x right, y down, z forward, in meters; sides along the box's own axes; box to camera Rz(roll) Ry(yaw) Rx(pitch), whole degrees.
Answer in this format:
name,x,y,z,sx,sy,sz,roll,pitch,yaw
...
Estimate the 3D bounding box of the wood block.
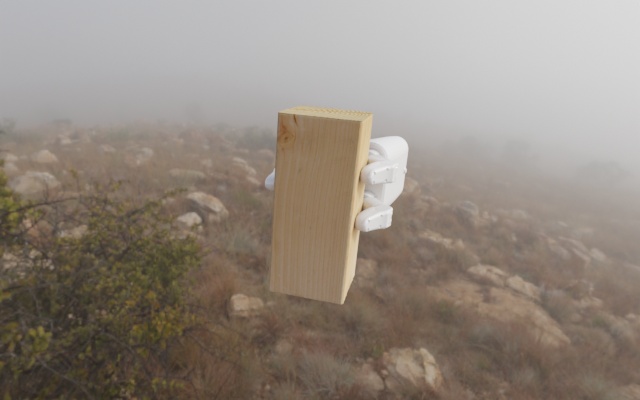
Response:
name,x,y,z,sx,sy,sz,roll,pitch,yaw
wood block,0.000,0.002,0.551,0.091,0.206,0.090,8,18,12
